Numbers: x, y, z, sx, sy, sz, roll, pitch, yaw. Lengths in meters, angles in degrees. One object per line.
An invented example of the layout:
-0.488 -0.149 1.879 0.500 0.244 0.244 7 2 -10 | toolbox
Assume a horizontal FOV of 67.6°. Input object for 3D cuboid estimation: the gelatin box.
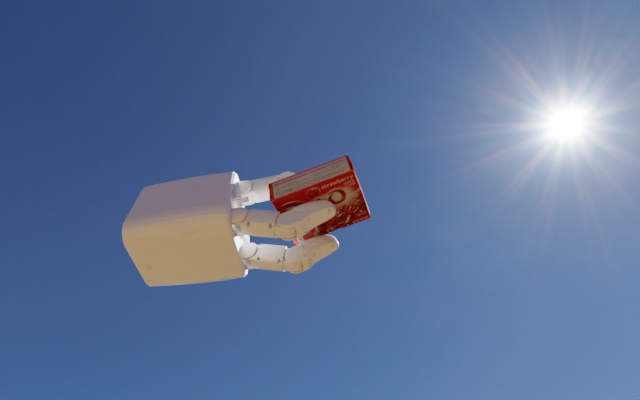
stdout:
0.000 0.001 0.497 0.089 0.073 0.030 -20 43 5 | gelatin box
